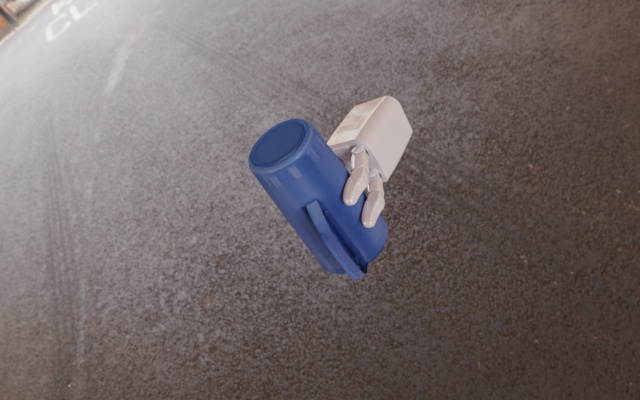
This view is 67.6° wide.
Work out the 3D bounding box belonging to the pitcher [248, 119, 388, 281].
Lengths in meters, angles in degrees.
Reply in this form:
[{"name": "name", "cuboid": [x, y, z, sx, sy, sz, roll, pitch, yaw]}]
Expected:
[{"name": "pitcher", "cuboid": [0.000, 0.002, 0.724, 0.149, 0.145, 0.243, 10, -32, 43]}]
